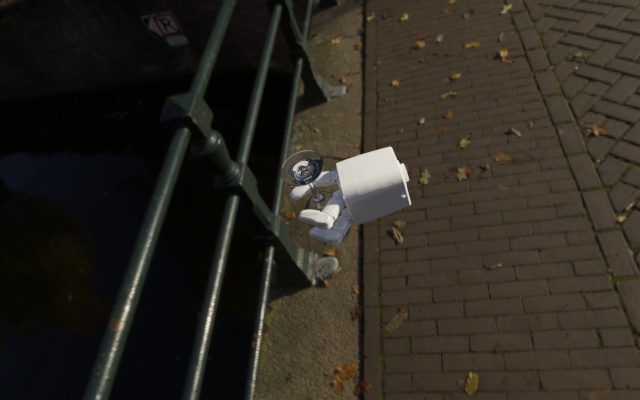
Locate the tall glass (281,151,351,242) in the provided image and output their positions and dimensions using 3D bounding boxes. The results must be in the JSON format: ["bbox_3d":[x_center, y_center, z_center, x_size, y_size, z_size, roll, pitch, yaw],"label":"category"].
[{"bbox_3d":[0.000,0.002,0.852,0.079,0.079,0.201,0,-34,21],"label":"tall glass"}]
